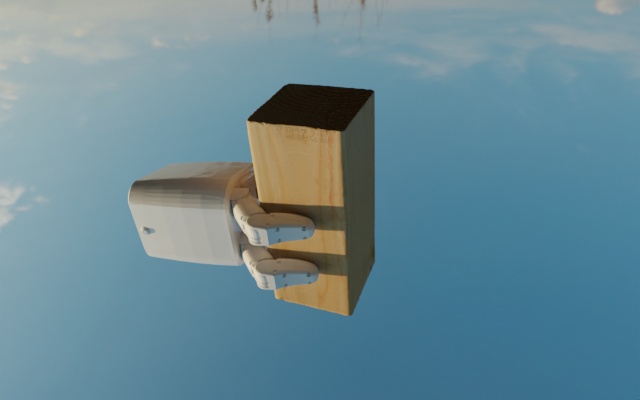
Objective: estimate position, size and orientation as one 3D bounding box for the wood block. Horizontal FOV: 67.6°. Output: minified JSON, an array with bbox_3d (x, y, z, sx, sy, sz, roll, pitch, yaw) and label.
[{"bbox_3d":[0.000,0.001,0.470,0.090,0.206,0.090,9,37,19],"label":"wood block"}]
